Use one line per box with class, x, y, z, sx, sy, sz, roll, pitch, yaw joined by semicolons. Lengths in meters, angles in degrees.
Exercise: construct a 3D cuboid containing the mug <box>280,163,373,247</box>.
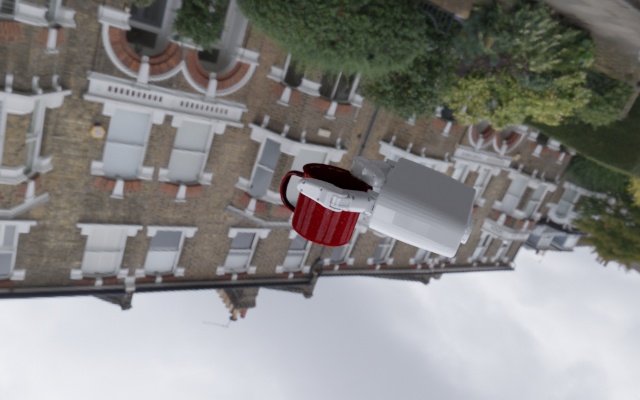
mug;-0.001;0.002;0.617;0.117;0.081;0.093;22;20;12
